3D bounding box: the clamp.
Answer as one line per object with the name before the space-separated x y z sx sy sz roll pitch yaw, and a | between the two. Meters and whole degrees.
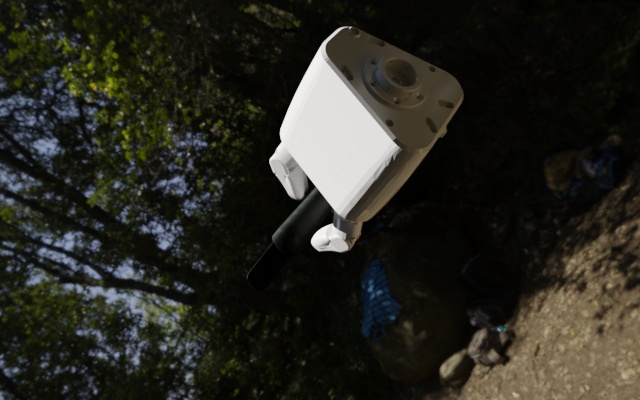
clamp | 0.000 0.001 0.483 0.036 0.210 0.165 39 -33 -1
